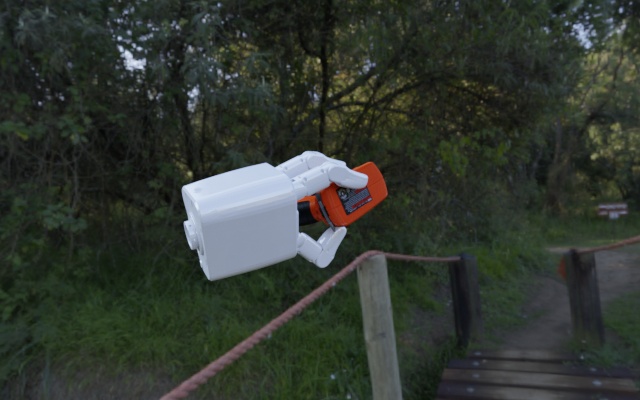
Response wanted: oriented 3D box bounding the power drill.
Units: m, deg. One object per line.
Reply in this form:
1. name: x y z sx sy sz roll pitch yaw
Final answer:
1. power drill: 0.000 0.002 0.664 0.184 0.057 0.188 -33 9 -39
